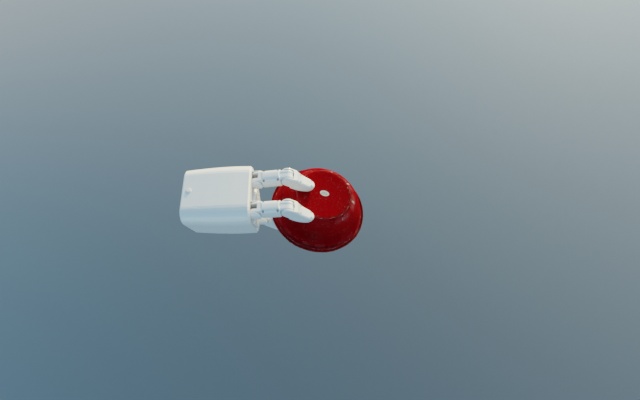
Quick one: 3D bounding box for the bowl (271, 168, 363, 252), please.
[{"bbox_3d":[0.001,0.002,0.797,0.162,0.162,0.055,0,-29,-13],"label":"bowl"}]
